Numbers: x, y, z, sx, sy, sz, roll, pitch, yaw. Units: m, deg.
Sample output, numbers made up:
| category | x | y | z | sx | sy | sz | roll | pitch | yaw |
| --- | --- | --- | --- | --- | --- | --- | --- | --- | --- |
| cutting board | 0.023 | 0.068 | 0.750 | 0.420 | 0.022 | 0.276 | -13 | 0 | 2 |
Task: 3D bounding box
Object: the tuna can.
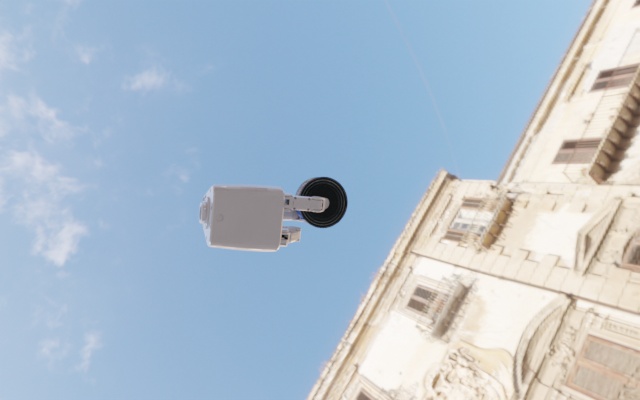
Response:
| category | x | y | z | sx | sy | sz | roll | pitch | yaw |
| --- | --- | --- | --- | --- | --- | --- | --- | --- | --- |
| tuna can | 0.000 | 0.003 | 0.805 | 0.086 | 0.086 | 0.034 | 0 | 3 | -19 |
